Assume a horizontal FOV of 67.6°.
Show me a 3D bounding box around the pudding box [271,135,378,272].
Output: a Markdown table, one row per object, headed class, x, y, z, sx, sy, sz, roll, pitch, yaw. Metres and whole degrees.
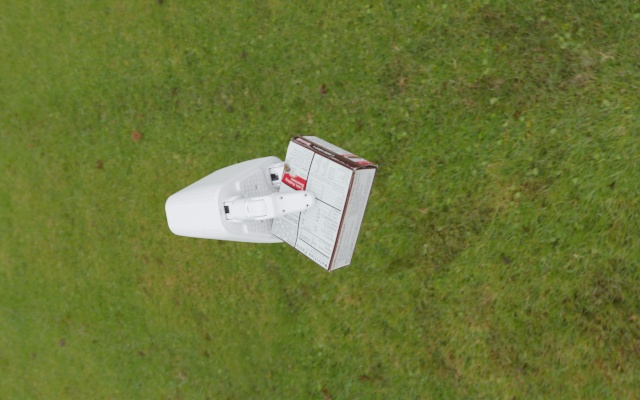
| class | x | y | z | sx | sy | sz | roll | pitch | yaw |
| --- | --- | --- | --- | --- | --- | --- | --- | --- | --- |
| pudding box | 0.000 | 0.002 | 0.479 | 0.090 | 0.113 | 0.039 | 29 | 28 | 34 |
